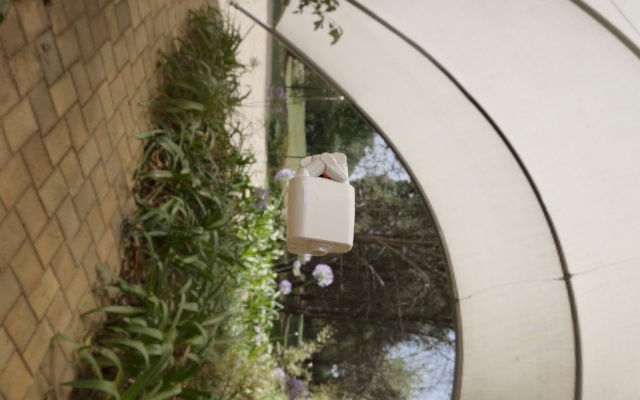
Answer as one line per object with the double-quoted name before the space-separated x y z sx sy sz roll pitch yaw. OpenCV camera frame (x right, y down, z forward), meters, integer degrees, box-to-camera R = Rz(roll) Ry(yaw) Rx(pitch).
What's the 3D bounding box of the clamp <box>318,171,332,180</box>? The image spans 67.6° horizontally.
"clamp" 0.001 0.003 0.899 0.039 0.120 0.171 2 -23 -3
